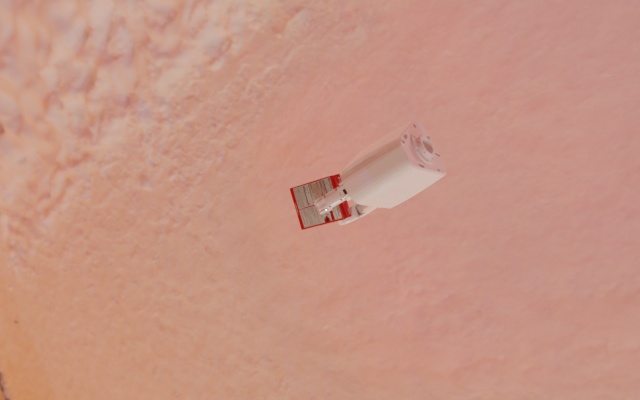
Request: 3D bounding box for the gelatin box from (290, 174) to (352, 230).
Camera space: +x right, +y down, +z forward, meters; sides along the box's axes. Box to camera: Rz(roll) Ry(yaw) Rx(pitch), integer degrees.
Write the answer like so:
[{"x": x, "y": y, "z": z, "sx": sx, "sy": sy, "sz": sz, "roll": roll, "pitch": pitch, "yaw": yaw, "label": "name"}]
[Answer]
[{"x": 0.000, "y": 0.003, "z": 0.780, "sx": 0.089, "sy": 0.073, "sz": 0.030, "roll": -16, "pitch": 1, "yaw": 33, "label": "gelatin box"}]
